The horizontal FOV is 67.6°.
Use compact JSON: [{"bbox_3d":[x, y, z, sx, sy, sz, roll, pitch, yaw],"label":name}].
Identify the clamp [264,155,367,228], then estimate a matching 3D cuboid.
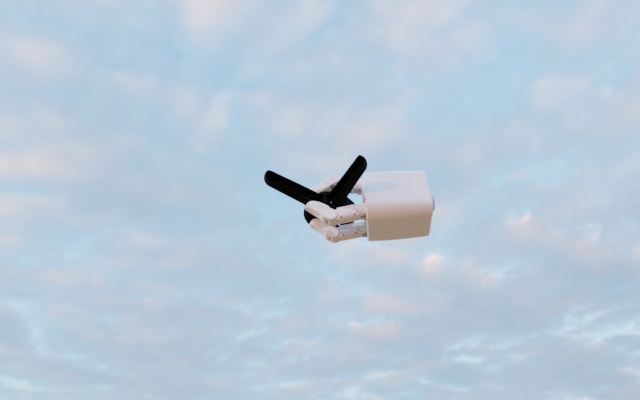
[{"bbox_3d":[0.000,0.002,0.815,0.164,0.036,0.210,-4,-36,5],"label":"clamp"}]
